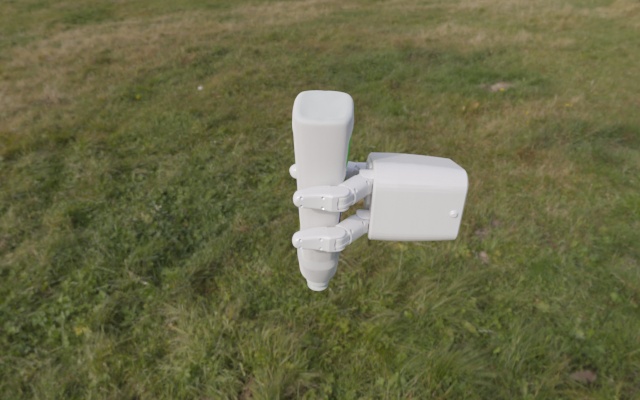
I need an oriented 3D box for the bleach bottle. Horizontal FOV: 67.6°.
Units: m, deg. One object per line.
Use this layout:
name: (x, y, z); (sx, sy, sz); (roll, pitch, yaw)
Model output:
bleach bottle: (0.000, 0.002, 0.587); (0.068, 0.251, 0.102); (3, 32, 1)
